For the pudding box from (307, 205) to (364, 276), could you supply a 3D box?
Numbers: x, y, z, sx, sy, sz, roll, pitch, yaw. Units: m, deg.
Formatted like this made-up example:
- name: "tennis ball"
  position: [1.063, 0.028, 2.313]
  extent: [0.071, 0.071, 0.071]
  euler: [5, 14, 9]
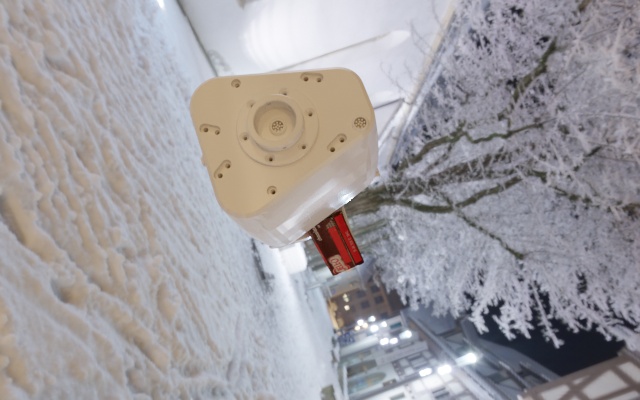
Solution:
- name: "pudding box"
  position: [0.000, 0.001, 0.454]
  extent: [0.039, 0.113, 0.090]
  euler: [-21, -41, 3]
